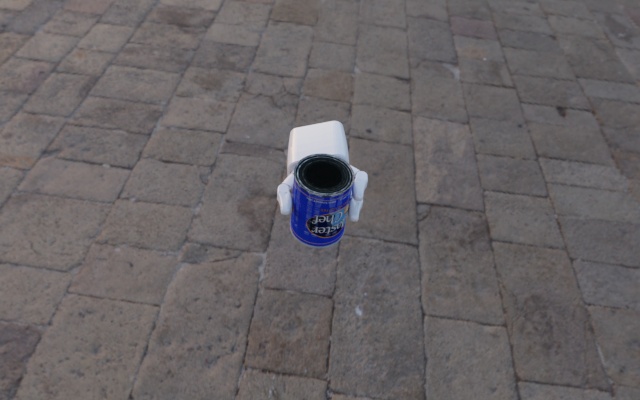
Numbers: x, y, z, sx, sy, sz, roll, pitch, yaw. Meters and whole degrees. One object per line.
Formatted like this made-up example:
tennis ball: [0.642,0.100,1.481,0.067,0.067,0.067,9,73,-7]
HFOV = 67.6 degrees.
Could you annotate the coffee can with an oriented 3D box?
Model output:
coffee can: [0.000,0.003,0.844,0.103,0.102,0.140,0,-43,-7]
